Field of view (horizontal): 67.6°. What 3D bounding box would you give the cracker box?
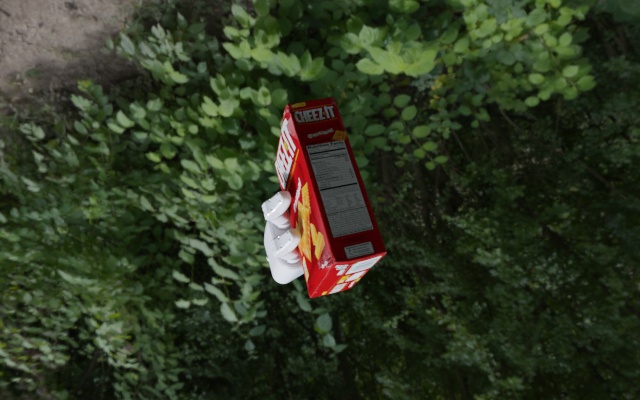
[{"bbox_3d":[0.000,0.002,0.626,0.072,0.213,0.164,-11,-21,-16],"label":"cracker box"}]
